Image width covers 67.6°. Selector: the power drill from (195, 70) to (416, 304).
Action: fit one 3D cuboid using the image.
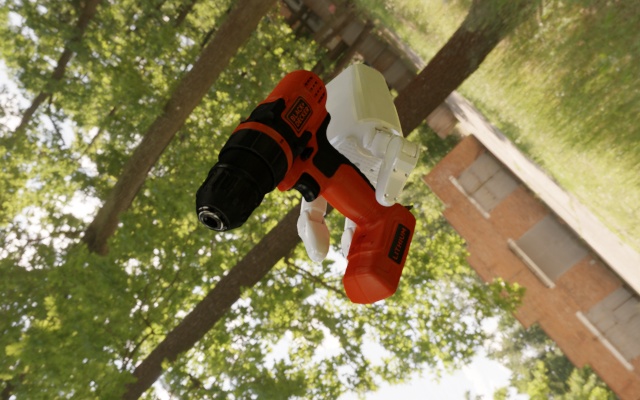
[{"bbox_3d":[0.000,0.001,0.402,0.057,0.188,0.184,-20,31,40],"label":"power drill"}]
